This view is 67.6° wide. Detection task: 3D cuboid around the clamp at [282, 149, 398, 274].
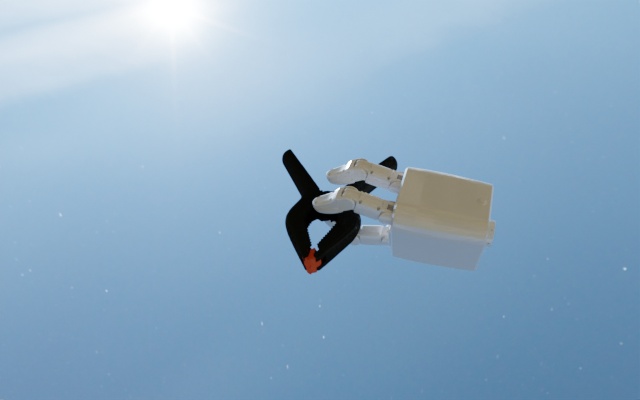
[{"bbox_3d":[0.000,0.003,0.622,0.164,0.036,0.209,9,46,17],"label":"clamp"}]
